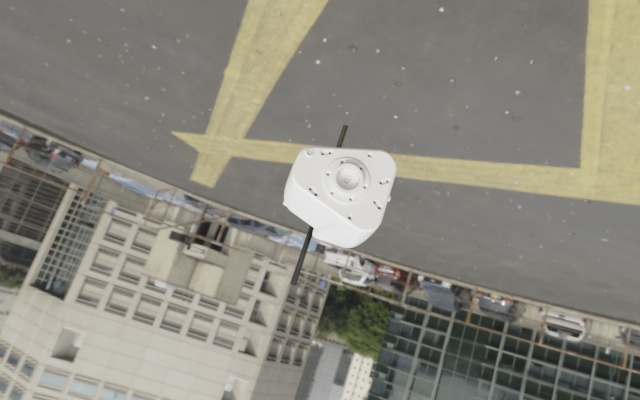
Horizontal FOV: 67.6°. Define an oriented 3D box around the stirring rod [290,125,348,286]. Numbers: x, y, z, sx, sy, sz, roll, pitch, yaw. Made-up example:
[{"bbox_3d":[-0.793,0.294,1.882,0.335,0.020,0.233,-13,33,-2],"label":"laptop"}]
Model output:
[{"bbox_3d":[0.000,0.002,0.669,0.011,0.239,0.011,17,-14,4],"label":"stirring rod"}]
